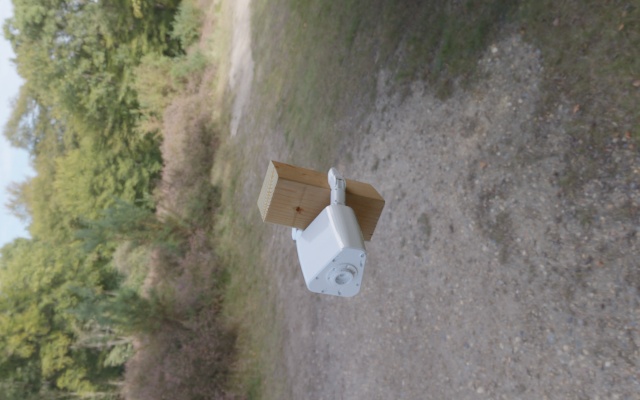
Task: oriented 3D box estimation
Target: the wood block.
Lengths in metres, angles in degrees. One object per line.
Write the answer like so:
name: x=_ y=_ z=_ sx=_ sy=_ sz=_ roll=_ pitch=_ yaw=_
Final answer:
wood block: x=0.000 y=0.003 z=0.879 sx=0.206 sy=0.091 sz=0.090 roll=13 pitch=20 yaw=-20
